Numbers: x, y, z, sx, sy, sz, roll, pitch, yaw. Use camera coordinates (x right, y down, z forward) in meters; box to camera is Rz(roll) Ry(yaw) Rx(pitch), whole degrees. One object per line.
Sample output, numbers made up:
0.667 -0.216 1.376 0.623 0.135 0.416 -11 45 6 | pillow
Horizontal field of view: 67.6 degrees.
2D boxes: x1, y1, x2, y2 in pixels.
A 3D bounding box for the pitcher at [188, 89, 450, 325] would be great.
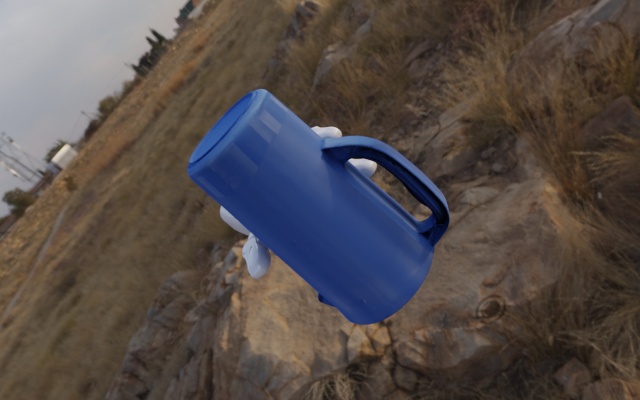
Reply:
0.000 0.002 0.479 0.243 0.149 0.145 42 -15 -22 | pitcher
